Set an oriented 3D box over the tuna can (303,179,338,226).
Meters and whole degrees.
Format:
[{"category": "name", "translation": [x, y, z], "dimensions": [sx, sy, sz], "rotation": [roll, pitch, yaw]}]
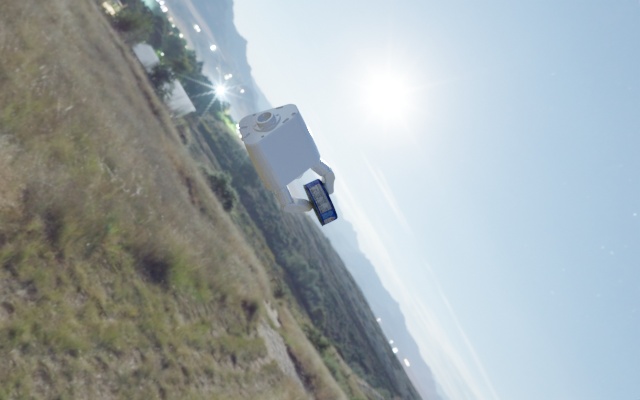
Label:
[{"category": "tuna can", "translation": [0.001, 0.003, 0.889], "dimensions": [0.034, 0.086, 0.086], "rotation": [-25, 2, -4]}]
